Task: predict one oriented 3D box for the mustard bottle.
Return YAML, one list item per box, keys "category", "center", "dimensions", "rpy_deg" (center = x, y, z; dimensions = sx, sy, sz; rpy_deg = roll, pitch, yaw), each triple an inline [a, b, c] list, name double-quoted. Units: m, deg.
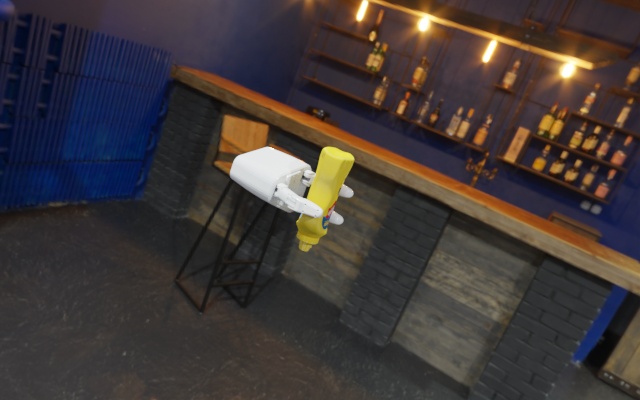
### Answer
- category: "mustard bottle"
  center: [0.001, 0.003, 0.854]
  dimensions: [0.058, 0.192, 0.096]
  rpy_deg: [22, 14, 5]
